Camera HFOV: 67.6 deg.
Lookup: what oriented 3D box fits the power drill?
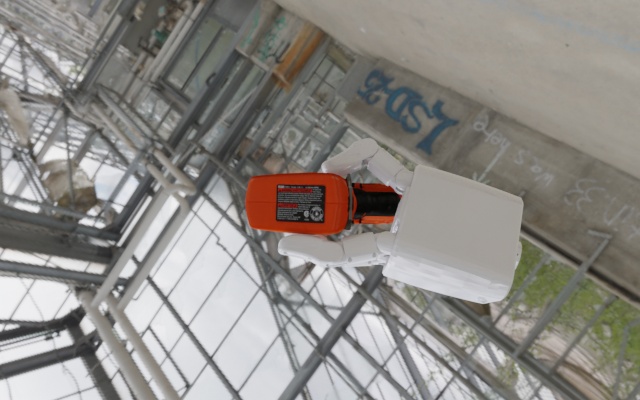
[{"bbox_3d":[0.000,0.002,0.526,0.184,0.057,0.187,-1,1,26],"label":"power drill"}]
